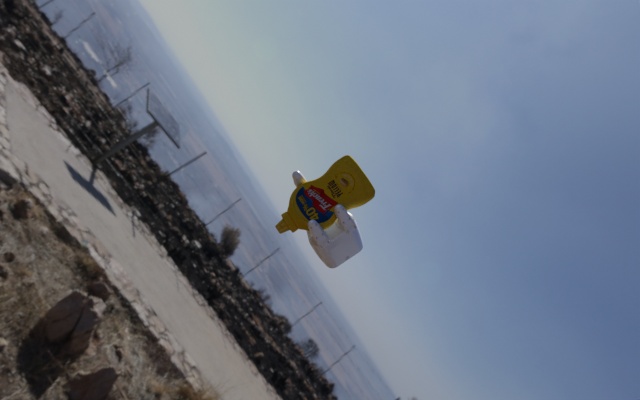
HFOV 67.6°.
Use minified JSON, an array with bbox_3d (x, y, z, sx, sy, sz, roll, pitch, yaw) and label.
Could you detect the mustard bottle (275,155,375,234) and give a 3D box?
[{"bbox_3d":[0.000,0.003,0.893,0.191,0.096,0.058,-33,-13,-5],"label":"mustard bottle"}]
